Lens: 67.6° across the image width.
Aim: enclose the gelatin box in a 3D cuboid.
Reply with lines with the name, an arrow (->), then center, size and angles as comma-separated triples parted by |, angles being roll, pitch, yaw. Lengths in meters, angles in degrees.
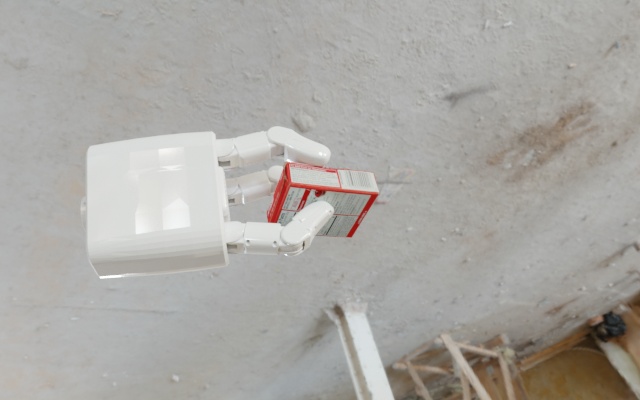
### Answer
gelatin box -> 0.000, 0.002, 0.451 | 0.089, 0.030, 0.073 | 5, -40, -18
